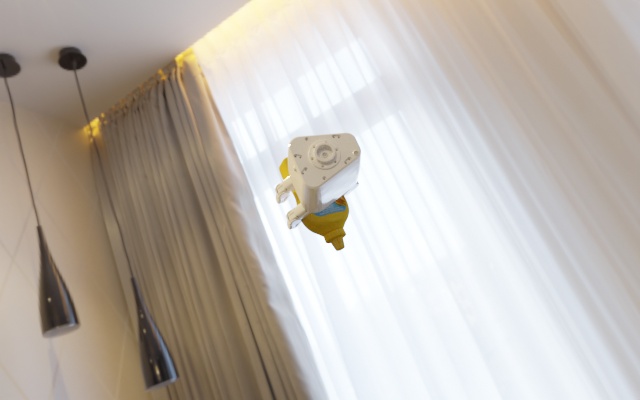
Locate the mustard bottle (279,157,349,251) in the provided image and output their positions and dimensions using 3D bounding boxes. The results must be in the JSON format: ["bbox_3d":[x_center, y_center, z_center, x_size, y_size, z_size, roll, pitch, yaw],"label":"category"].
[{"bbox_3d":[0.000,0.003,0.874,0.096,0.191,0.058,-12,-22,-31],"label":"mustard bottle"}]
